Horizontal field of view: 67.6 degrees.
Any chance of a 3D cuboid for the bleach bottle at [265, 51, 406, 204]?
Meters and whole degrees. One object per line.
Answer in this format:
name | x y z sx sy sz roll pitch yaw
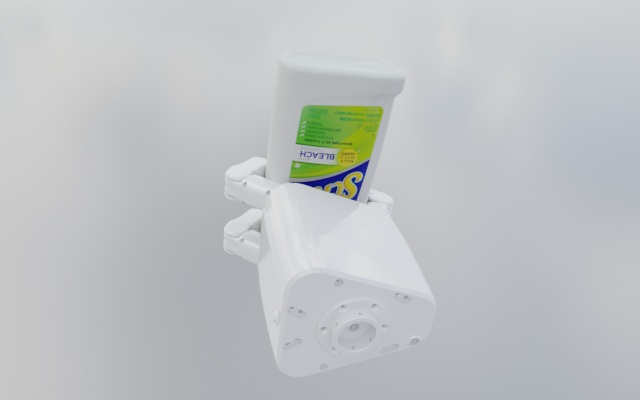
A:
bleach bottle | 0.000 0.001 0.430 0.102 0.251 0.068 1 29 -13
